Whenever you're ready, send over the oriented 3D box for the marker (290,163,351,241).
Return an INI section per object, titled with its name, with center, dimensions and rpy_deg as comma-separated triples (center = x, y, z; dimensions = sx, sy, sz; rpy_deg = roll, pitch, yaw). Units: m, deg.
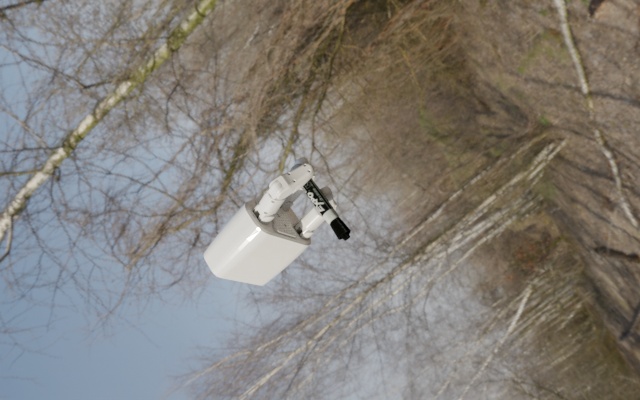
[marker]
center = 0.000, 0.002, 0.608
dimensions = 0.020, 0.121, 0.020
rpy_deg = -30, -23, -15
